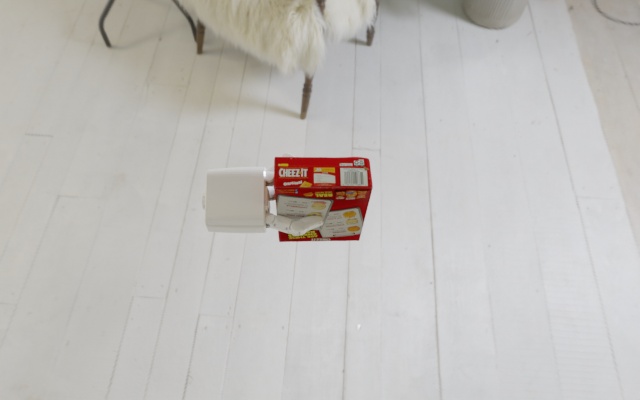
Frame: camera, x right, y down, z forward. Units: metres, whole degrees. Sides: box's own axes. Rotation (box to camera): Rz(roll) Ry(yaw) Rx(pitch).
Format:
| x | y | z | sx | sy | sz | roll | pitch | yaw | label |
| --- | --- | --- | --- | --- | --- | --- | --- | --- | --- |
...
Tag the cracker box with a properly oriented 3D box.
| x | y | z | sx | sy | sz | roll | pitch | yaw | label |
| --- | --- | --- | --- | --- | --- | --- | --- | --- | --- |
| 0.000 | 0.003 | 0.880 | 0.164 | 0.072 | 0.214 | 0 | -29 | -2 | cracker box |
